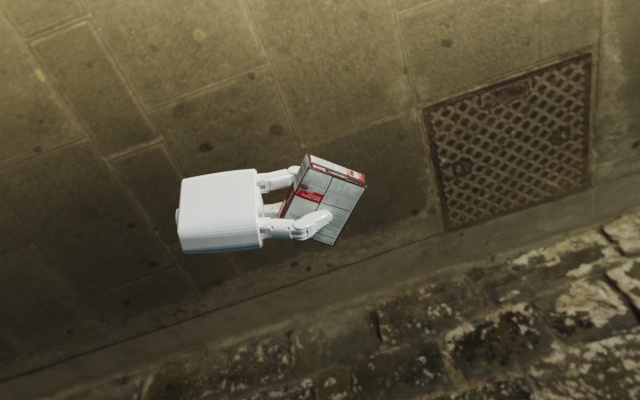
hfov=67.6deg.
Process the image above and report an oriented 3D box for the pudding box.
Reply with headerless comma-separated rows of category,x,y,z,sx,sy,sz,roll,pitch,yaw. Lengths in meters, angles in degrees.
pudding box,0.000,0.002,0.667,0.090,0.113,0.039,18,31,-17
